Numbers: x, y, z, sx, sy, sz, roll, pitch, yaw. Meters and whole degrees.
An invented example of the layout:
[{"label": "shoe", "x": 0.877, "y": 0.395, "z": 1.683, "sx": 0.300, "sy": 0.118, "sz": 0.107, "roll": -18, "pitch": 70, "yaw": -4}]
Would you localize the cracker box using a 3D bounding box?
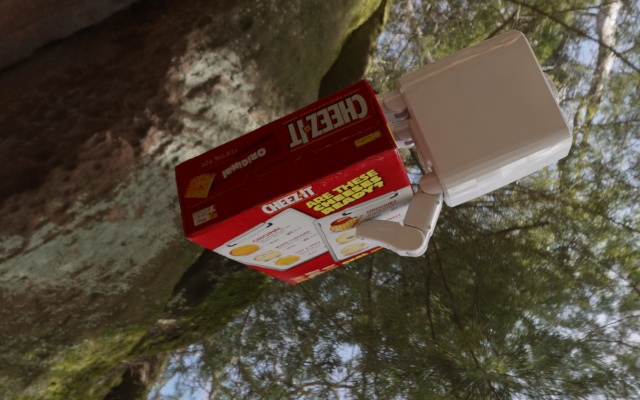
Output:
[{"label": "cracker box", "x": 0.000, "y": 0.002, "z": 0.432, "sx": 0.164, "sy": 0.072, "sz": 0.214, "roll": -23, "pitch": -24, "yaw": 10}]
